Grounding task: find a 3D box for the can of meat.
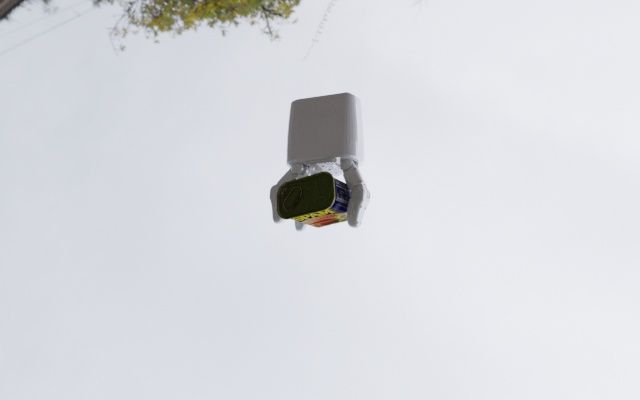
[{"bbox_3d":[0.000,0.002,0.712,0.102,0.057,0.084,-15,-21,32],"label":"can of meat"}]
